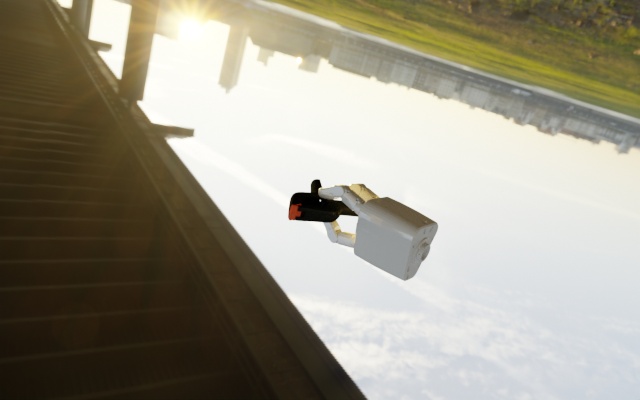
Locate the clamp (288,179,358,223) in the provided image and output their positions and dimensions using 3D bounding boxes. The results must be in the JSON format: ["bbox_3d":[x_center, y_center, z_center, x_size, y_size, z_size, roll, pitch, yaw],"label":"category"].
[{"bbox_3d":[0.000,0.004,0.879,0.164,0.036,0.210,26,21,32],"label":"clamp"}]
